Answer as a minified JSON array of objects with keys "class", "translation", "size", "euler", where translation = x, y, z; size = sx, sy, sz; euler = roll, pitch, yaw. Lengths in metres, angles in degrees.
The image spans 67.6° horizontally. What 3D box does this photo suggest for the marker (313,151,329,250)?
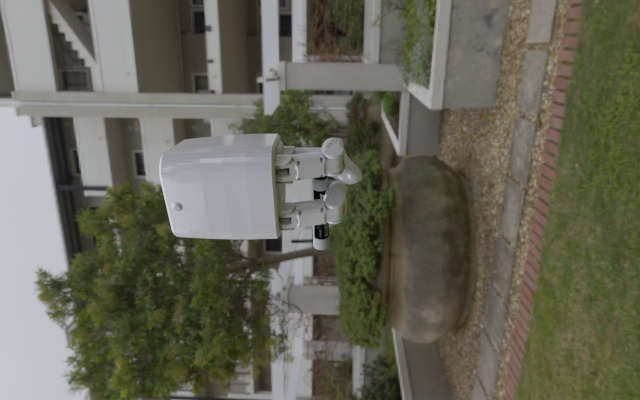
[{"class":"marker","translation":[0.000,0.002,0.525],"size":[0.020,0.121,0.020],"euler":[-1,33,0]}]
